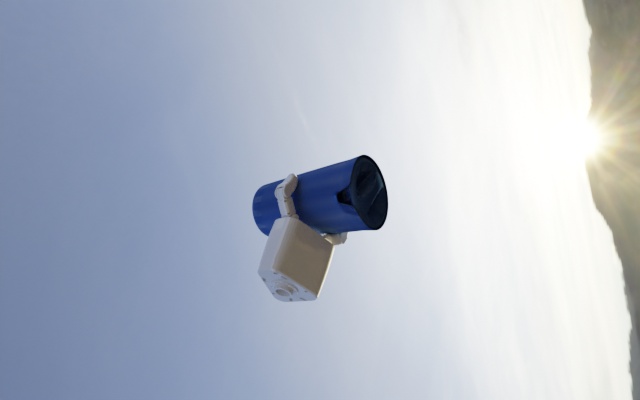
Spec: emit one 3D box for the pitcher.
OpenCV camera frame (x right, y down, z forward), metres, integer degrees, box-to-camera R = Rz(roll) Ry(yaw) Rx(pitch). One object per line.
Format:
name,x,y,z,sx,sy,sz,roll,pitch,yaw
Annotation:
pitcher,0.000,0.003,0.897,0.243,0.145,0.149,-10,-44,34
